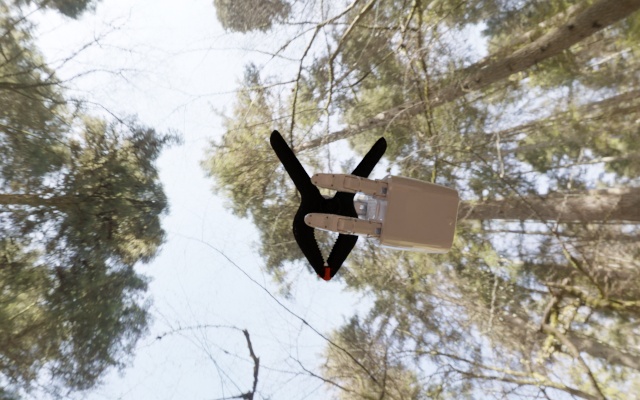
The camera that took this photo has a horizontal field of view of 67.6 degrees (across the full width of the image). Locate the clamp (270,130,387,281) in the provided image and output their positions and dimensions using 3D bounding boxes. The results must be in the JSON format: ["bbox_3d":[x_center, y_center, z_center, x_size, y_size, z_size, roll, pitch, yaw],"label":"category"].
[{"bbox_3d":[0.000,0.003,0.658,0.164,0.210,0.036,9,-2,-10],"label":"clamp"}]
